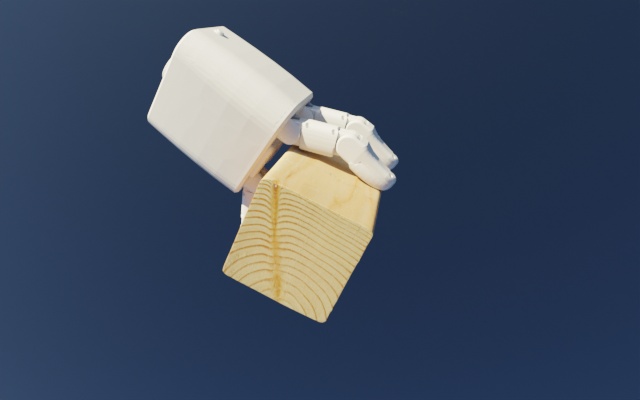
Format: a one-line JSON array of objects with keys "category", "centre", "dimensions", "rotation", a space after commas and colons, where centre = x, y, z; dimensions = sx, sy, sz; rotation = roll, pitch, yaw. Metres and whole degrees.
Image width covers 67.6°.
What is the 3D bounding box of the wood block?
[{"category": "wood block", "centre": [0.000, 0.002, 0.439], "dimensions": [0.090, 0.091, 0.206], "rotation": [27, 25, 0]}]
